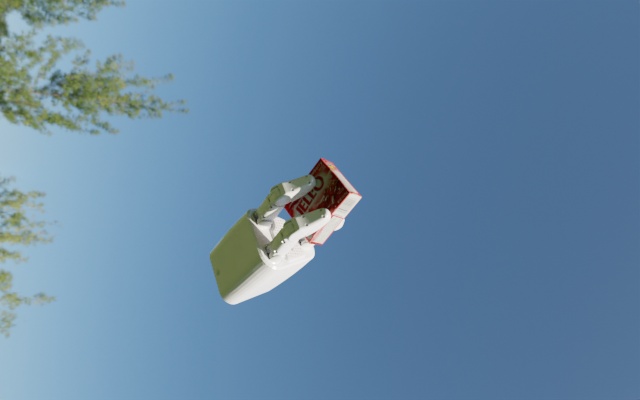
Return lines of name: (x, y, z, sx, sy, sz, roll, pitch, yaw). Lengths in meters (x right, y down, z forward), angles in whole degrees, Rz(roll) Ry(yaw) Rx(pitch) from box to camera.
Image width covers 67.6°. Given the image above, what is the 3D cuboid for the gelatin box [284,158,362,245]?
gelatin box: (0.001, 0.002, 0.624, 0.030, 0.089, 0.073, 17, 28, -49)
